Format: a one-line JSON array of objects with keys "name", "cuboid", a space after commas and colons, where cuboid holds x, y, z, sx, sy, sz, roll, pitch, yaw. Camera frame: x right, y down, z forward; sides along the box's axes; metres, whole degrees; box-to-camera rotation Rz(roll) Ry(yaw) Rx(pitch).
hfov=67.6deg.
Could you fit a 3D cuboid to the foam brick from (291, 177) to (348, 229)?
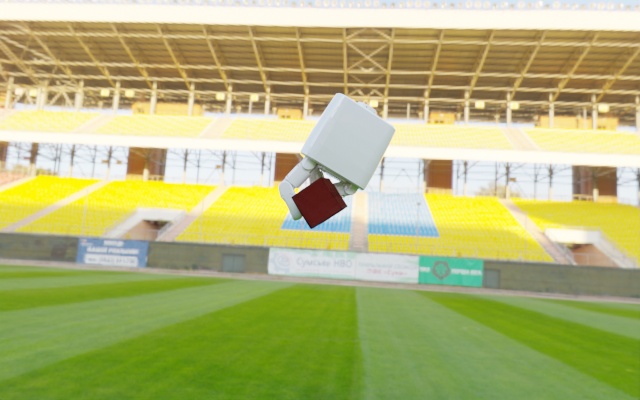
[{"name": "foam brick", "cuboid": [0.000, 0.002, 0.669, 0.051, 0.053, 0.078, -33, -3, 8]}]
